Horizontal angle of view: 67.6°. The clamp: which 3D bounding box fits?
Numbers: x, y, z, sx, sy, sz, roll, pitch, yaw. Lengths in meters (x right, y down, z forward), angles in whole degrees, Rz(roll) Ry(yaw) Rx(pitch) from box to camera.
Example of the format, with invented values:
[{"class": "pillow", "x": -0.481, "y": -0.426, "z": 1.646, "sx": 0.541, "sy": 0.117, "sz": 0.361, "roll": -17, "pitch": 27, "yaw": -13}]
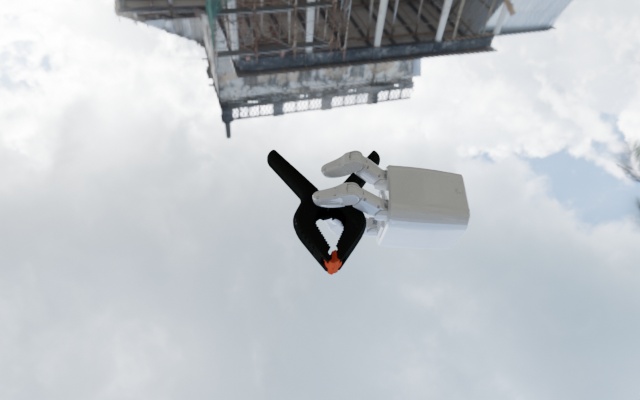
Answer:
[{"class": "clamp", "x": 0.000, "y": 0.003, "z": 0.641, "sx": 0.164, "sy": 0.209, "sz": 0.036, "roll": 4, "pitch": -41, "yaw": 0}]
